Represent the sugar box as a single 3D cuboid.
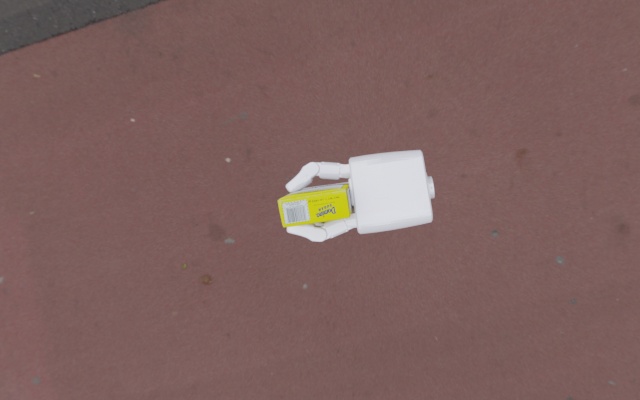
[{"bbox_3d":[0.000,0.003,0.706,0.093,0.048,0.176,-8,2,7],"label":"sugar box"}]
